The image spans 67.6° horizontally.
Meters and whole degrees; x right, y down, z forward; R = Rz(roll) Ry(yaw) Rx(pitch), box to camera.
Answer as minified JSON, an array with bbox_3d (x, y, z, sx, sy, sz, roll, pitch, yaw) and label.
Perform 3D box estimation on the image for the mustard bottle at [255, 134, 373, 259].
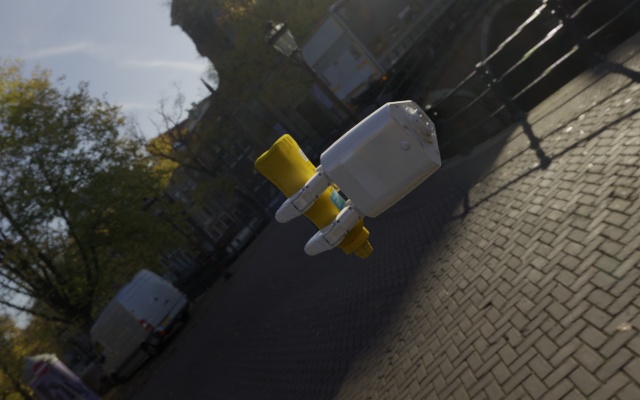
[{"bbox_3d":[0.000,0.002,0.622,0.058,0.191,0.096,-42,8,7],"label":"mustard bottle"}]
